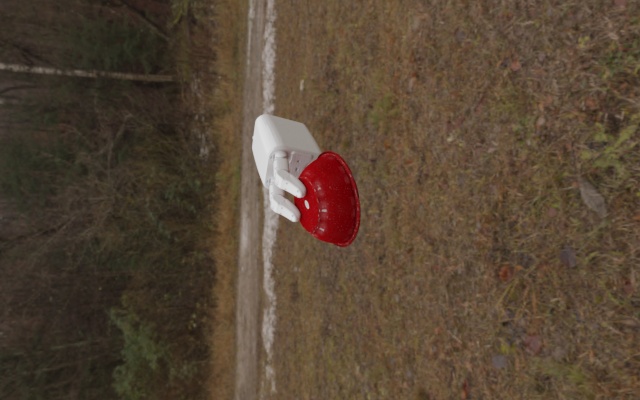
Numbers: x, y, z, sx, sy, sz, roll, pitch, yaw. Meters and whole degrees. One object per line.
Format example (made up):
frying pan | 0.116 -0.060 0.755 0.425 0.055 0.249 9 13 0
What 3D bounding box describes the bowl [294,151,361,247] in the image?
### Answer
bowl | 0.000 0.003 0.776 0.055 0.162 0.162 -11 5 -27
